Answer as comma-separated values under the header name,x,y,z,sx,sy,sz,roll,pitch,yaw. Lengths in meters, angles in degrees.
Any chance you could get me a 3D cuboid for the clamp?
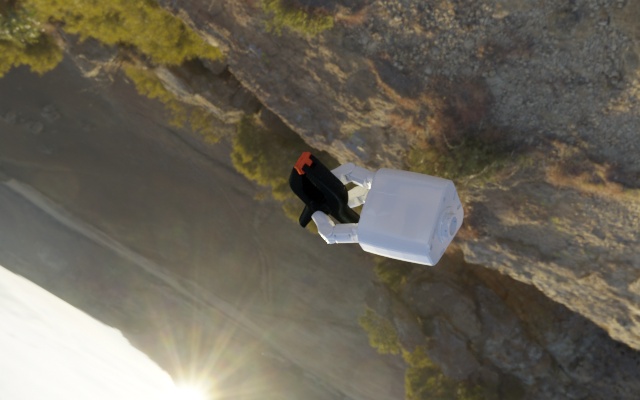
name,x,y,z,sx,sy,sz,roll,pitch,yaw
clamp,0.000,0.003,0.731,0.164,0.036,0.210,10,-31,36
